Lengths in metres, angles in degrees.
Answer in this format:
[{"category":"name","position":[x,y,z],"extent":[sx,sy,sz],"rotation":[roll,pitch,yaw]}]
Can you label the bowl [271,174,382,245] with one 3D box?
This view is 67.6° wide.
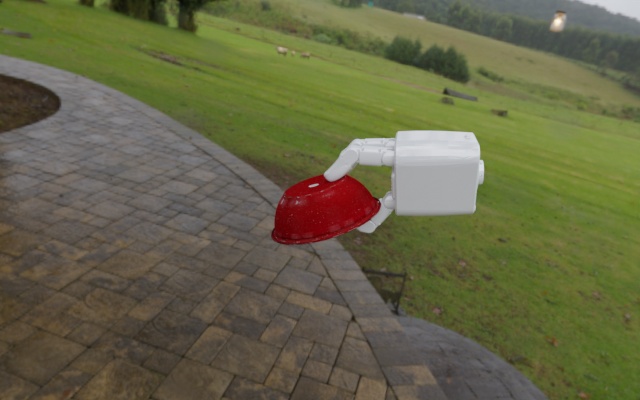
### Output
[{"category":"bowl","position":[-0.001,0.002,0.667],"extent":[0.162,0.055,0.162],"rotation":[-16,16,5]}]
